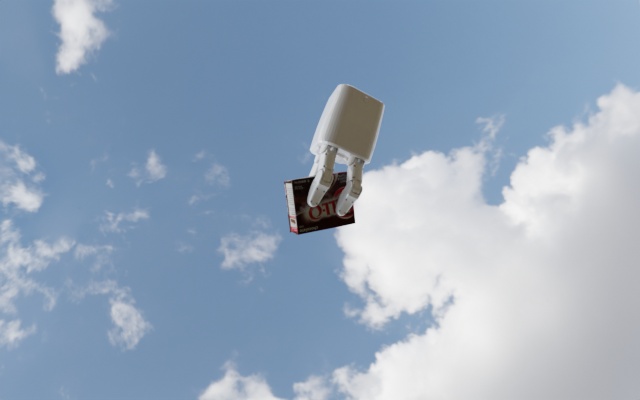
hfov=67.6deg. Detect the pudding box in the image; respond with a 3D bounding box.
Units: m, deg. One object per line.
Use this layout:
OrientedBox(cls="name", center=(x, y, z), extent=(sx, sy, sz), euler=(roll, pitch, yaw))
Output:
OrientedBox(cls="pudding box", center=(0.000, 0.003, 0.793), extent=(0.113, 0.090, 0.039), euler=(-10, 7, -25))
